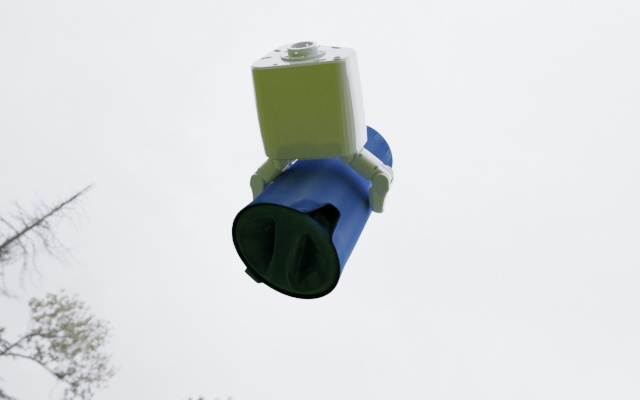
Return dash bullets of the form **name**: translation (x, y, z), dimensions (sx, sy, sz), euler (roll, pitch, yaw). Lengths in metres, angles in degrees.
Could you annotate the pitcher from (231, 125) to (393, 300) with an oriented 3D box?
- **pitcher**: translation (0.000, 0.002, 0.608), dimensions (0.149, 0.145, 0.242), euler (8, 35, 24)
